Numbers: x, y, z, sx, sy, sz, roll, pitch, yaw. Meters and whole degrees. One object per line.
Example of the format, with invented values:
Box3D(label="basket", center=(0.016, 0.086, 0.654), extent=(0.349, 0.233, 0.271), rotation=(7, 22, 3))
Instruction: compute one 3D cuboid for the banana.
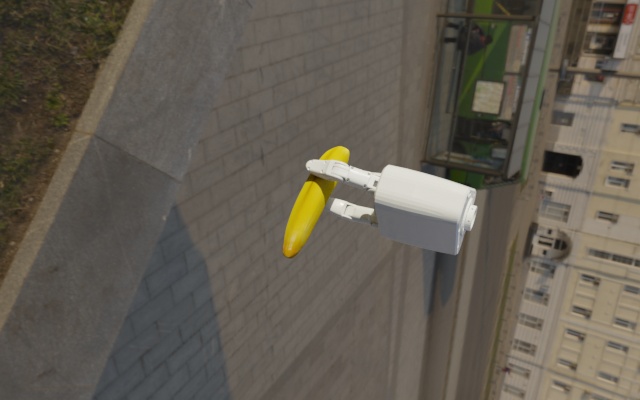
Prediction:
Box3D(label="banana", center=(0.000, -0.012, 0.652), extent=(0.037, 0.197, 0.070), rotation=(18, -35, 19))
